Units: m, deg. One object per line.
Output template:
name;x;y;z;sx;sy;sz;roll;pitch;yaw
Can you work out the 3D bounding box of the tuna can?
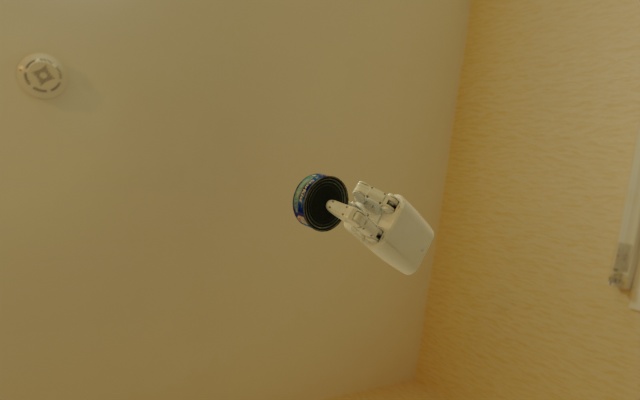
tuna can;0.000;0.002;0.729;0.086;0.086;0.033;0;11;-39
